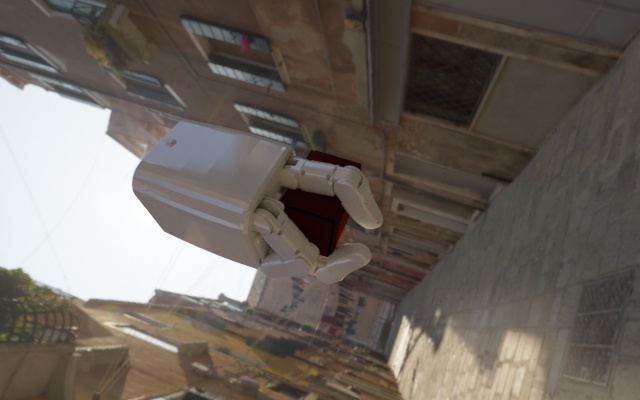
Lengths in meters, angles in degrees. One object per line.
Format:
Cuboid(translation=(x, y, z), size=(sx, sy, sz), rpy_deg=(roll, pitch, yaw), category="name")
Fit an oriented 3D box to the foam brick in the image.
Cuboid(translation=(0.000, 0.001, 0.433), size=(0.051, 0.053, 0.078), rpy_deg=(17, 47, 12), category="foam brick")
